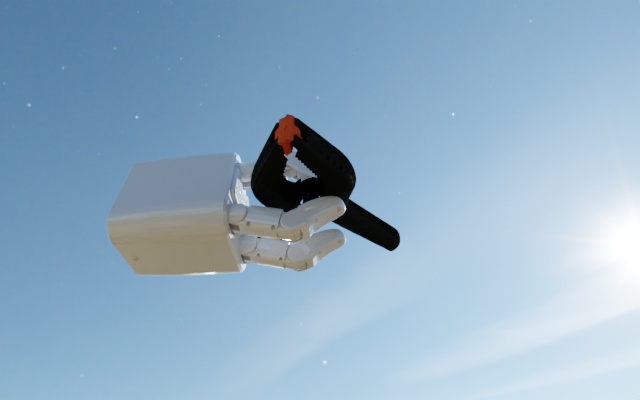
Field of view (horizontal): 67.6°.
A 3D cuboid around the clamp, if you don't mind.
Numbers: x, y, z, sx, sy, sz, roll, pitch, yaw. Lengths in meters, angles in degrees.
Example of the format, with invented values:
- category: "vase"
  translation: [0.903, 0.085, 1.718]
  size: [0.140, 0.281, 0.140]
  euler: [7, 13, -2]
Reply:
- category: "clamp"
  translation: [0.000, 0.001, 0.457]
  size: [0.164, 0.036, 0.210]
  euler: [-3, -35, 1]
